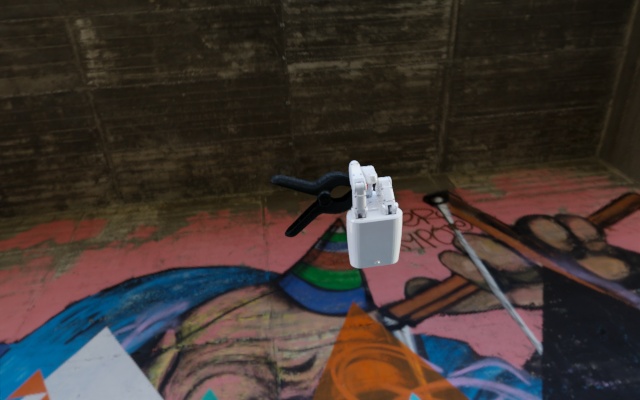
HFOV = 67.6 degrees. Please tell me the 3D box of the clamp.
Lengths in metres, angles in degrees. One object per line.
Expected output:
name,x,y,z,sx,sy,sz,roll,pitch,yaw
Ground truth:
clamp,0.000,0.002,0.854,0.171,0.120,0.039,-6,29,-6
